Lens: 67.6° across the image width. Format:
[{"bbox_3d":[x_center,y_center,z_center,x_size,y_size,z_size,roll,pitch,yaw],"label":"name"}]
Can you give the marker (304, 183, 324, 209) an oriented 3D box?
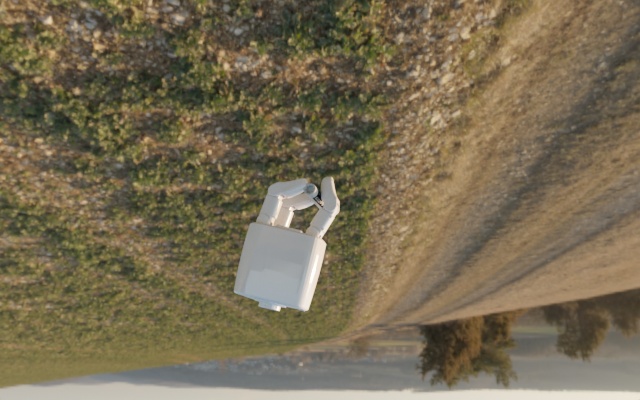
[{"bbox_3d":[0.000,0.002,0.761,0.020,0.020,0.121,0,-19,17],"label":"marker"}]
